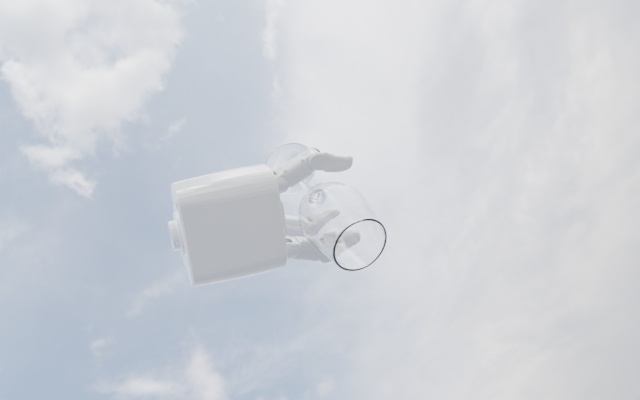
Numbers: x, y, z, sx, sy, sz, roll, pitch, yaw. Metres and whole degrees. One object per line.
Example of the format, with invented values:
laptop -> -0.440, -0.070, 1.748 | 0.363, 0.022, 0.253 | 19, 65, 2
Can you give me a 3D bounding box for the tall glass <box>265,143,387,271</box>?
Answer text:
tall glass -> 0.000, 0.001, 0.561 | 0.079, 0.079, 0.201 | 0, 26, -27
